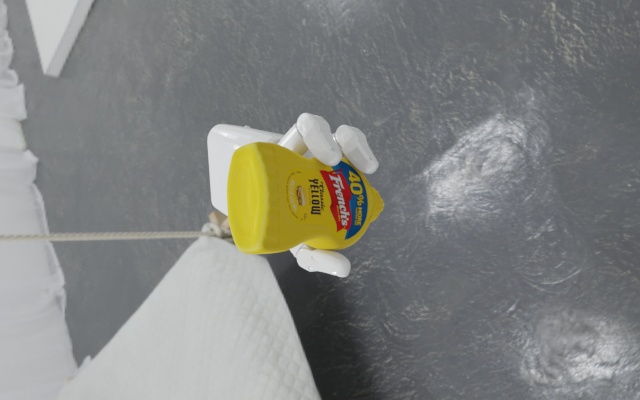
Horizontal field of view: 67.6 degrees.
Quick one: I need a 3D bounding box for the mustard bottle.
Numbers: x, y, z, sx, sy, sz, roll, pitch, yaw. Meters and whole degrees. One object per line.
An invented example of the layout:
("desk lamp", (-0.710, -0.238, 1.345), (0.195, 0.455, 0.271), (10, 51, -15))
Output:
("mustard bottle", (0.000, 0.002, 0.472), (0.058, 0.096, 0.191), (-12, -10, 42))
